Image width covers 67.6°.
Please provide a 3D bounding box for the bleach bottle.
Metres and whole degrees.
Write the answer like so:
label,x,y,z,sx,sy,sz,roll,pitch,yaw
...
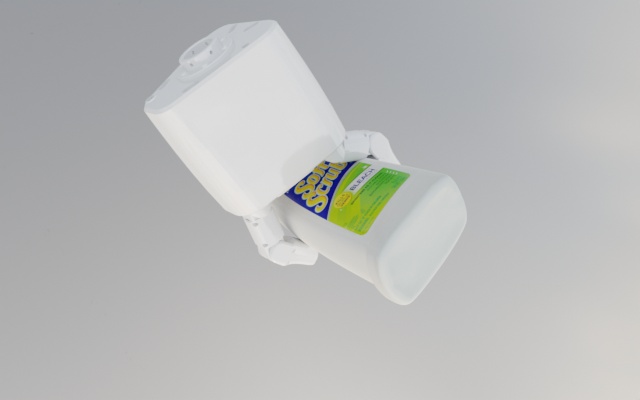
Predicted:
label,x,y,z,sx,sy,sz,roll,pitch,yaw
bleach bottle,0.000,0.001,0.439,0.250,0.102,0.068,19,-30,48
